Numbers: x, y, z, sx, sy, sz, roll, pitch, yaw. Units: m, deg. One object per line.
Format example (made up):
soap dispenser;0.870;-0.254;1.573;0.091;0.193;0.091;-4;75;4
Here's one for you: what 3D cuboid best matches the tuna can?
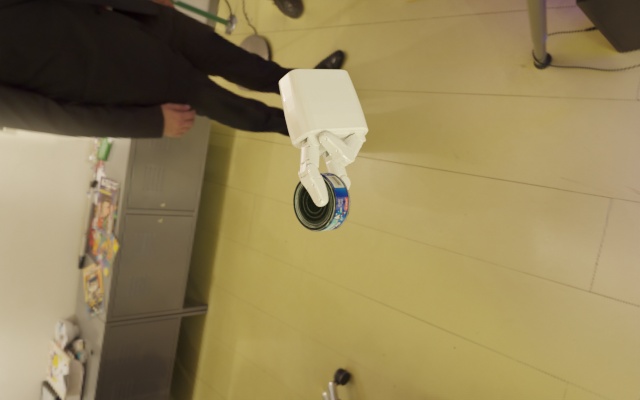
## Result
tuna can;0.000;0.002;0.694;0.086;0.086;0.034;0;2;42
